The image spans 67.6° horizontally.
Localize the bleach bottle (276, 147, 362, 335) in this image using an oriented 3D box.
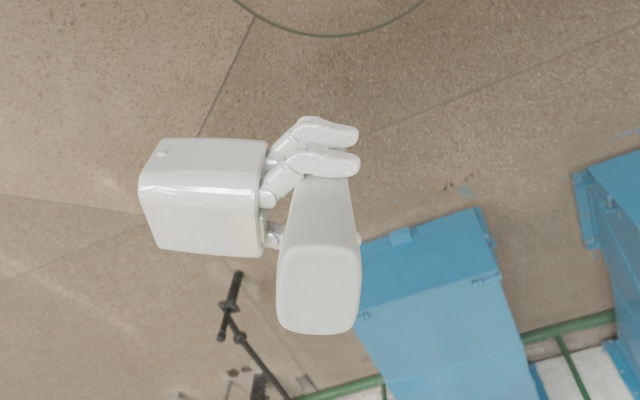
[{"bbox_3d":[0.000,0.001,0.473,0.068,0.103,0.250,3,35,-1],"label":"bleach bottle"}]
